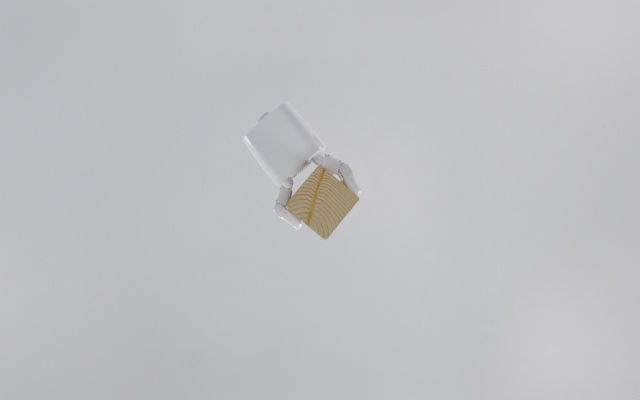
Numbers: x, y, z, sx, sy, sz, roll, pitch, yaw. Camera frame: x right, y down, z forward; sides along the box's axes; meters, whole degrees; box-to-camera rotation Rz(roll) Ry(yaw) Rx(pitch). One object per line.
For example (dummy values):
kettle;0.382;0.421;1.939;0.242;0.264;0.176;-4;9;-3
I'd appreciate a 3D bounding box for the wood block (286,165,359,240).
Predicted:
wood block;0.000;0.003;0.874;0.090;0.091;0.206;40;-1;-1
